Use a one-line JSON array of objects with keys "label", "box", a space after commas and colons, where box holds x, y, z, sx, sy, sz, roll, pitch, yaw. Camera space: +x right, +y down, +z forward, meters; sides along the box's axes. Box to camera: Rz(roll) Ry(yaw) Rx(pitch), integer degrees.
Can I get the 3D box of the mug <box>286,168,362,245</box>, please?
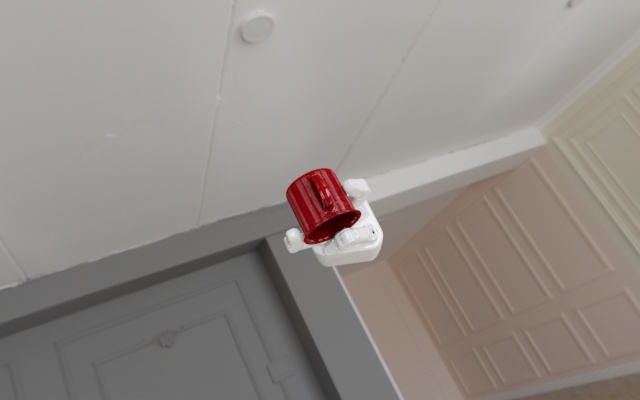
[{"label": "mug", "box": [0.000, 0.002, 0.687, 0.093, 0.081, 0.117, -25, -21, -7]}]
